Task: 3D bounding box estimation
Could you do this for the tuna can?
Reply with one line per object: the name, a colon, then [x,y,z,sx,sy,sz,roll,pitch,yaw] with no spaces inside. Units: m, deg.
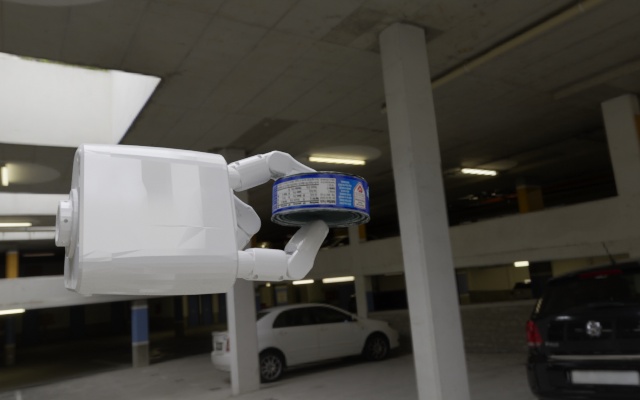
tuna can: [0.000,0.001,0.418,0.086,0.033,0.086,0,-12,0]
